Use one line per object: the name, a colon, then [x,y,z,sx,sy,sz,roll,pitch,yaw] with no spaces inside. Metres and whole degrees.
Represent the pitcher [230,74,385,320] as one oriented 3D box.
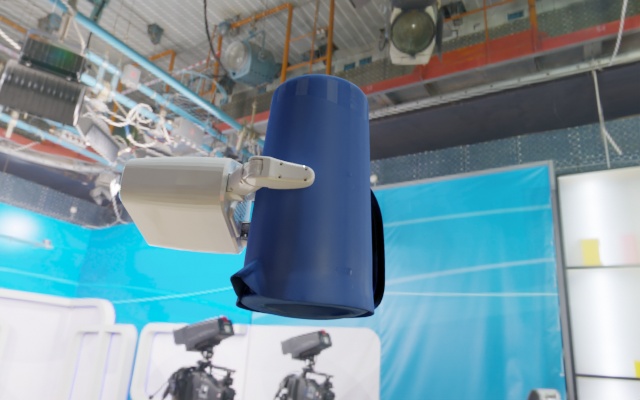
pitcher: [0.000,0.002,0.502,0.145,0.242,0.149,2,-19,5]
